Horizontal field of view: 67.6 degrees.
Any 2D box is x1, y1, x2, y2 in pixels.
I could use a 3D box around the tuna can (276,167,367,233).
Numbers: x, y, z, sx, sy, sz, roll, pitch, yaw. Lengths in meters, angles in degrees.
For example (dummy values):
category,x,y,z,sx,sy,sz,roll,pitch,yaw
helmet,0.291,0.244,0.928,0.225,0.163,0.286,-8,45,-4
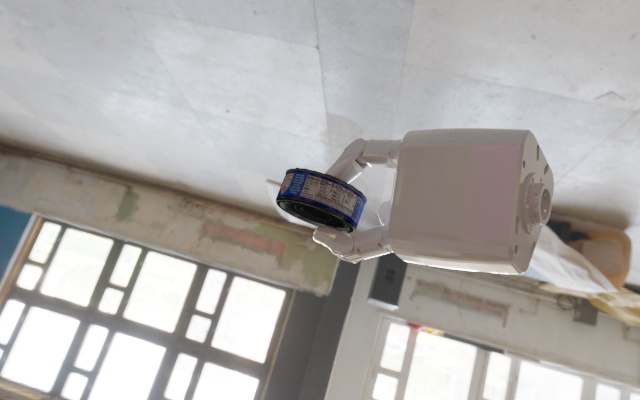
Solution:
category,x,y,z,sx,sy,sz,roll,pitch,yaw
tuna can,0.000,0.002,0.471,0.086,0.033,0.086,19,-14,5
